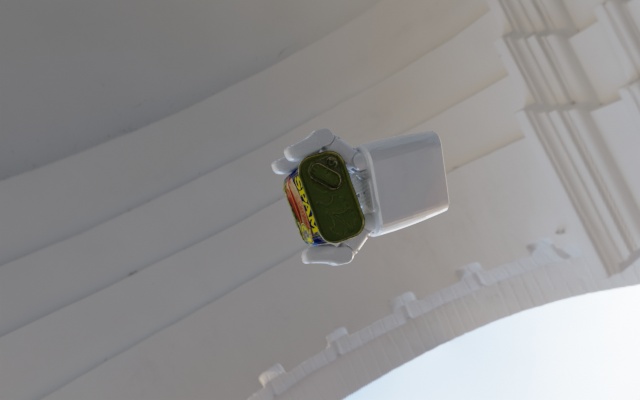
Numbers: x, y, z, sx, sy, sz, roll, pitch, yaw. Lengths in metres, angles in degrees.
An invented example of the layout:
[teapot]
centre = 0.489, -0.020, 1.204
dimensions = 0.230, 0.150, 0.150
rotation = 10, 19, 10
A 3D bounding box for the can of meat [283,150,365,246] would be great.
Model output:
[can of meat]
centre = 0.000, 0.002, 0.565
dimensions = 0.057, 0.102, 0.084
rotation = -19, -3, -21
